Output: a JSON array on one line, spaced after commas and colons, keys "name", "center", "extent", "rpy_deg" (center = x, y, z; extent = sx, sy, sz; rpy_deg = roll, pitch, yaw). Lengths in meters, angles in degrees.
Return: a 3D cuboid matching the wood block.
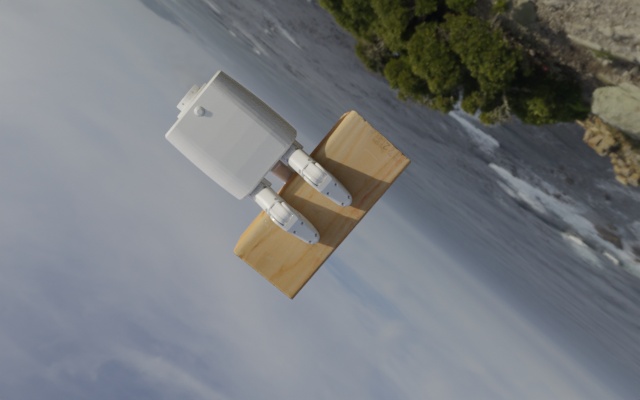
[{"name": "wood block", "center": [0.000, 0.002, 0.572], "extent": [0.090, 0.206, 0.091], "rpy_deg": [40, 4, -8]}]
